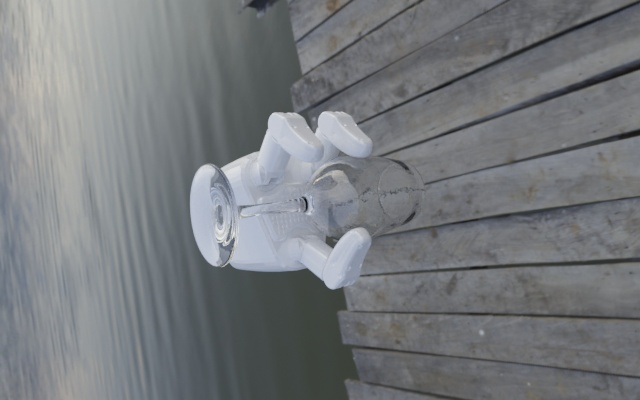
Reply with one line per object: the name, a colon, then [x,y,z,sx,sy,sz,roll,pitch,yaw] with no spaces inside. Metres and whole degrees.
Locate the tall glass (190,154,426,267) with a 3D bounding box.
tall glass: [0.000,0.001,0.400,0.201,0.079,0.079,-7,4,-38]
